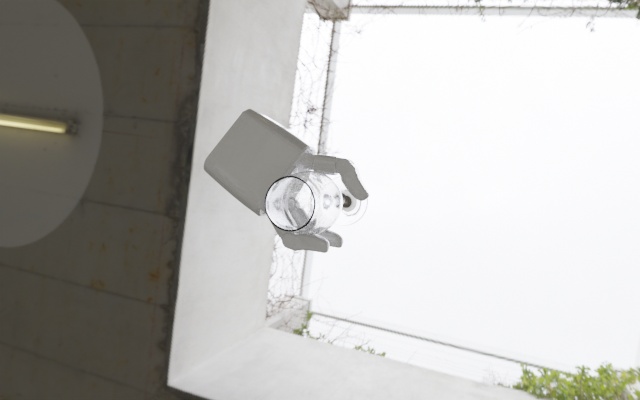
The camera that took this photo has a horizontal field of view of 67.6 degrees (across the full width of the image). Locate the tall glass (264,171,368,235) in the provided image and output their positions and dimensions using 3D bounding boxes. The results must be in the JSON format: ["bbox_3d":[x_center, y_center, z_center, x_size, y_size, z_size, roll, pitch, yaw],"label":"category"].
[{"bbox_3d":[0.000,0.002,0.618,0.079,0.079,0.201,0,1,20],"label":"tall glass"}]
